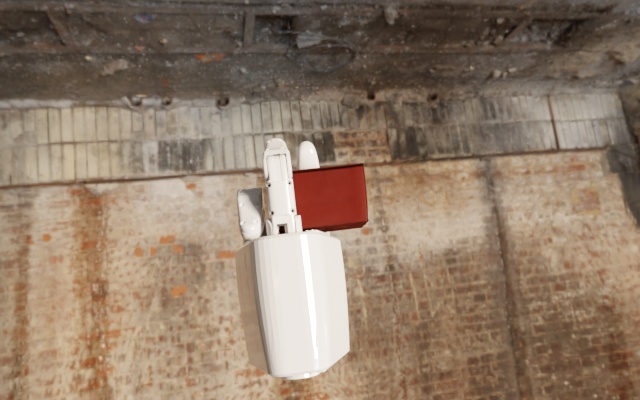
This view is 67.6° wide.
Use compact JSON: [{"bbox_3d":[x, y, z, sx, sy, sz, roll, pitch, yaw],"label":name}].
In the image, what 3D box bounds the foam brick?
[{"bbox_3d":[0.000,0.001,0.424,0.078,0.051,0.053,-7,-11,-3],"label":"foam brick"}]
